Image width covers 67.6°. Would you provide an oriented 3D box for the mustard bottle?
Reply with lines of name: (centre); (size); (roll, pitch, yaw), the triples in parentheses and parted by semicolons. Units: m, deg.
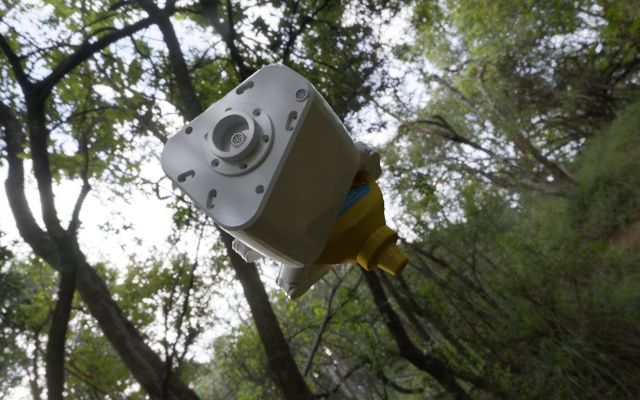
mustard bottle: (0.000, 0.001, 0.435); (0.191, 0.058, 0.096); (38, 63, 26)
